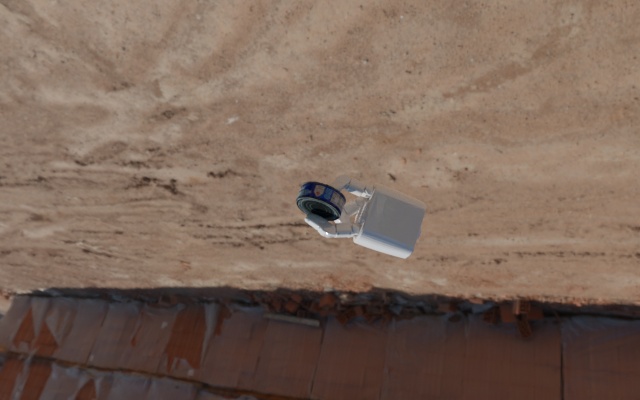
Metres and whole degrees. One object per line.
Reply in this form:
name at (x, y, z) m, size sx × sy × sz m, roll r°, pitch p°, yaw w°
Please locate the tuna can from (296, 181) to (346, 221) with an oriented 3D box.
tuna can at (0.000, 0.003, 0.854) m, size 0.086 × 0.033 × 0.086 m, roll 17°, pitch -25°, yaw 8°
